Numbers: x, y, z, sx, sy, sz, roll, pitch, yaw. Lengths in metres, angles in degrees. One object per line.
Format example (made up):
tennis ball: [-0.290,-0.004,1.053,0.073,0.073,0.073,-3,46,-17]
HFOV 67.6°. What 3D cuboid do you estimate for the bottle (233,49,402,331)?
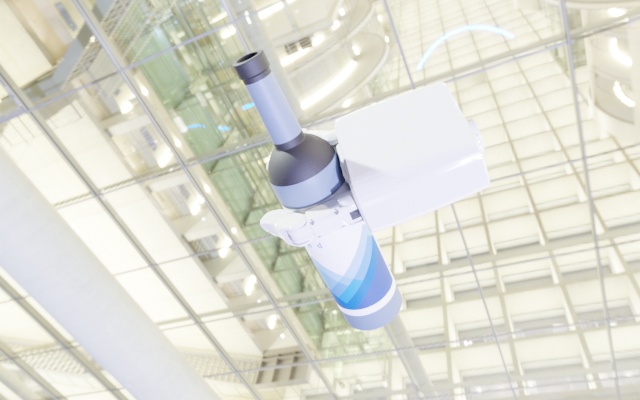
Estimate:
bottle: [0.000,0.002,0.449,0.069,0.296,0.069,-20,30,12]
